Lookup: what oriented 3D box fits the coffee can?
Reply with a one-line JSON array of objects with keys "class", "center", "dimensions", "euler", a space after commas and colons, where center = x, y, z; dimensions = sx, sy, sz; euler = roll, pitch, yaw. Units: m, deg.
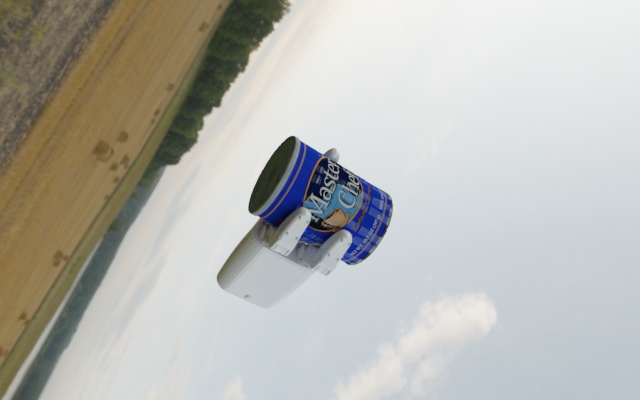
[{"class": "coffee can", "center": [0.000, 0.002, 0.570], "dimensions": [0.140, 0.103, 0.103], "euler": [30, -11, -20]}]
